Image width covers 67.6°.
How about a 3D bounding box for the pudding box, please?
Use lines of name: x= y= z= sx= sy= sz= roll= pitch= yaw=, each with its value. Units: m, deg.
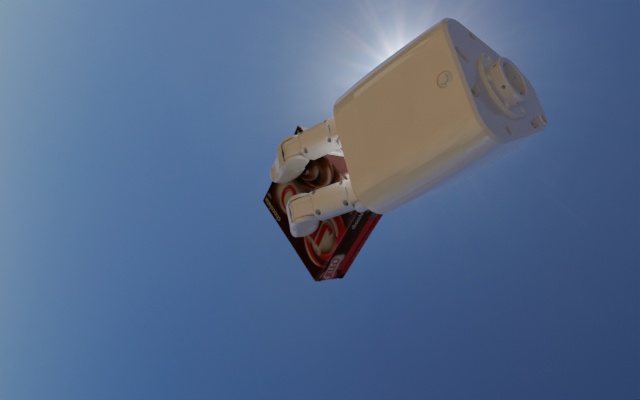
pudding box: x=0.000 y=0.001 z=0.428 sx=0.039 sy=0.090 sz=0.113 roll=4 pitch=36 yaw=-39
